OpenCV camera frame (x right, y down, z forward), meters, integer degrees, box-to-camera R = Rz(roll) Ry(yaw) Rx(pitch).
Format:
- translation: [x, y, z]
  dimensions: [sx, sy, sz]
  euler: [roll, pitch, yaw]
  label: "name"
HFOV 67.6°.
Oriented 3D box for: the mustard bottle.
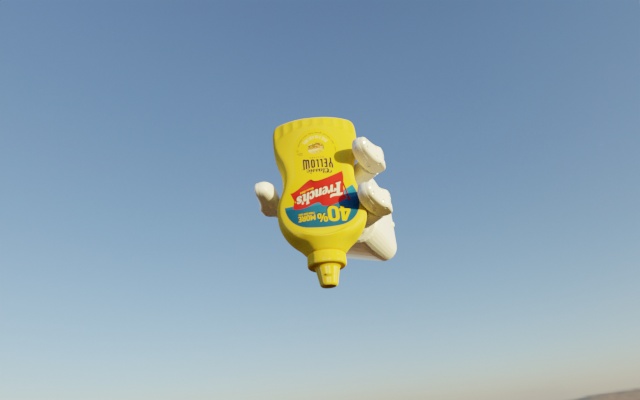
- translation: [0.000, 0.001, 0.524]
  dimensions: [0.096, 0.191, 0.058]
  euler: [-4, -26, -3]
  label: "mustard bottle"
